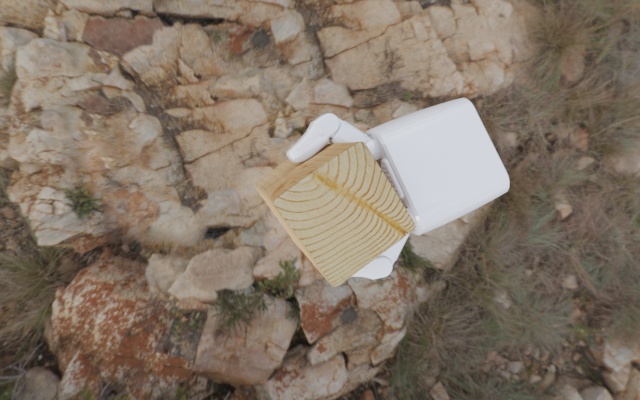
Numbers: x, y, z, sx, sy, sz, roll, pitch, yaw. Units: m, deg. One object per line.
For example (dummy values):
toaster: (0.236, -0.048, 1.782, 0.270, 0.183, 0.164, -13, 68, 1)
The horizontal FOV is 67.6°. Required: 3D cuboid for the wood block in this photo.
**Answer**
wood block: (0.000, 0.001, 0.485, 0.090, 0.091, 0.206, -35, 11, -7)
